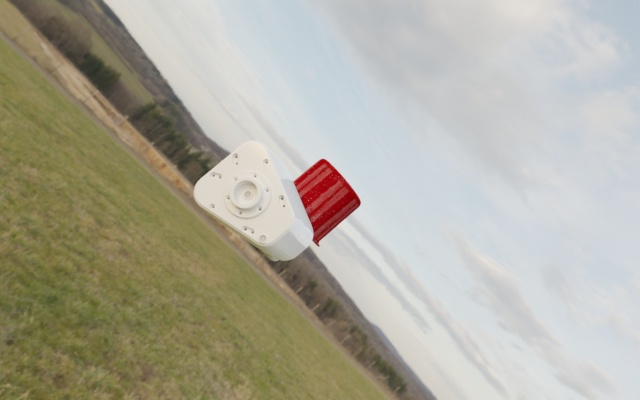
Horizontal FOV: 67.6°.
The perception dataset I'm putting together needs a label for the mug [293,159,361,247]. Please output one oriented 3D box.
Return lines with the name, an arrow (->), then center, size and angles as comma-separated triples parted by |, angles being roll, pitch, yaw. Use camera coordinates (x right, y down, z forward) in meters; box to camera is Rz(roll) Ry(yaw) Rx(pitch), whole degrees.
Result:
mug -> 0.000, 0.002, 0.638 | 0.081, 0.093, 0.117 | -40, -14, -2
